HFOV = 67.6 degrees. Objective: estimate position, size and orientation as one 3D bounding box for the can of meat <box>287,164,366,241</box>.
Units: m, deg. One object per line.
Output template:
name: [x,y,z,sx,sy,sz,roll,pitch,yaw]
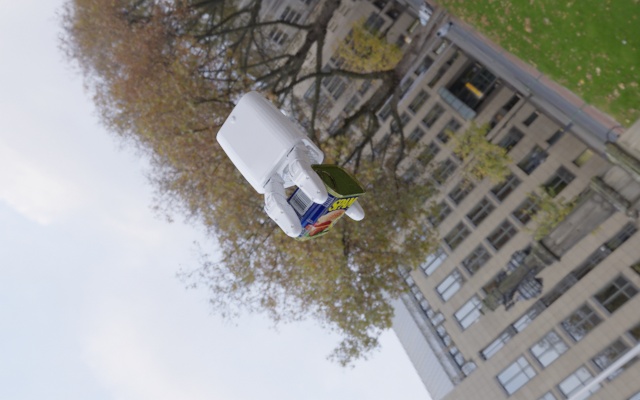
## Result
can of meat: [0.000,0.002,0.623,0.057,0.084,0.102,46,22,17]
